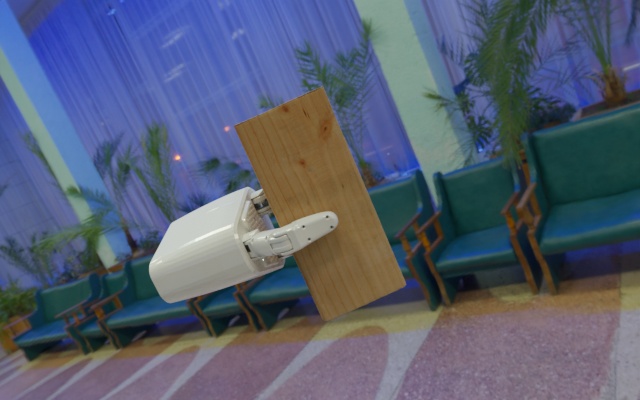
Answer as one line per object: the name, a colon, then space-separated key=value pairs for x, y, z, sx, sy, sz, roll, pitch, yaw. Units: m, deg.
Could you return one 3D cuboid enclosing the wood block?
wood block: x=0.000 y=0.002 z=0.486 sx=0.090 sy=0.206 sz=0.091 roll=-24 pitch=10 yaw=0
